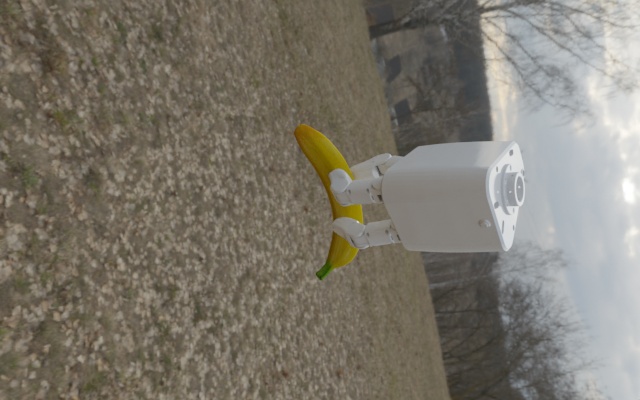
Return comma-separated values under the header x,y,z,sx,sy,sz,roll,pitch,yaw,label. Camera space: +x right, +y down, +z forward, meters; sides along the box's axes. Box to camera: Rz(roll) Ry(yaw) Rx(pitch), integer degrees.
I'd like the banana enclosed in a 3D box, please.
x,y,z,sx,sy,sz,roll,pitch,yaw,label
0.017,0.000,0.582,0.069,0.198,0.037,-17,17,-27,banana
